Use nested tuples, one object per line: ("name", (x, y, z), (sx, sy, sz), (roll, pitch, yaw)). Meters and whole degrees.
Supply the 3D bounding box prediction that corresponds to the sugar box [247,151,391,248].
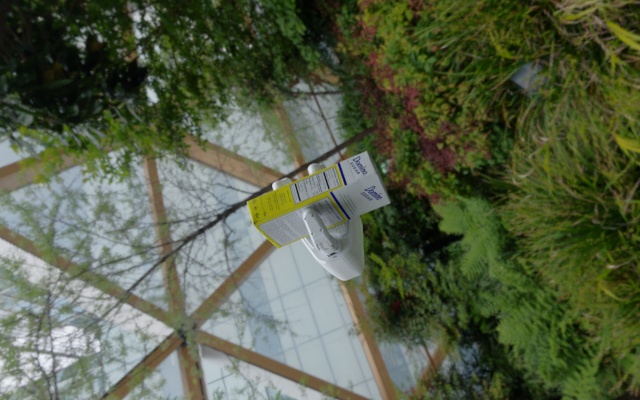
("sugar box", (0.000, 0.002, 0.650), (0.176, 0.048, 0.093), (-24, -30, 7))
